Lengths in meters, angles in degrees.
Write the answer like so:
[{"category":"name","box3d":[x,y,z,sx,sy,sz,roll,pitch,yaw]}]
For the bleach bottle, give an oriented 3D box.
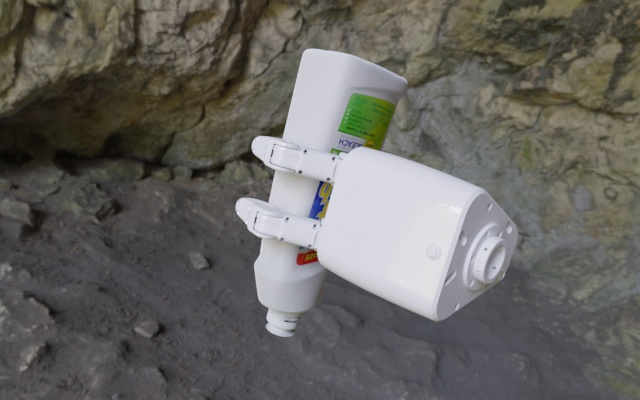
[{"category":"bleach bottle","box3d":[0.000,0.001,0.433,0.068,0.251,0.102,23,12,40]}]
